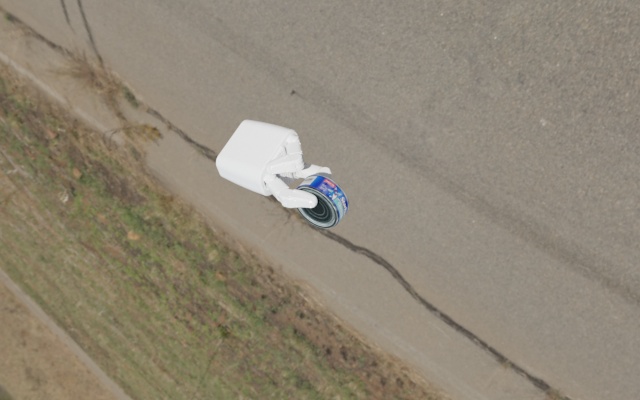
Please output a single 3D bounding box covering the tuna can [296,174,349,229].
[{"bbox_3d":[0.000,0.003,0.751,0.086,0.086,0.033,0,37,42],"label":"tuna can"}]
